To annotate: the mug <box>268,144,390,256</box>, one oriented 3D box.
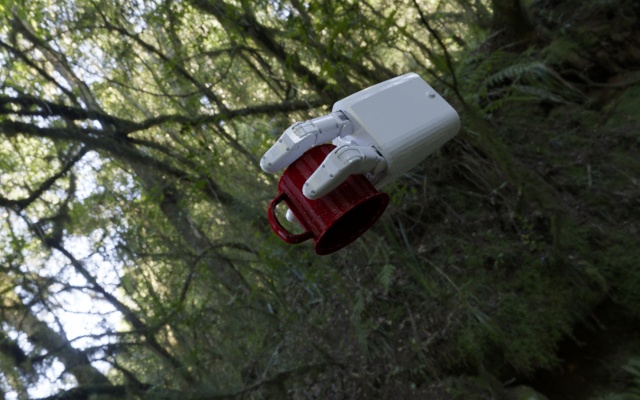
[{"bbox_3d":[-0.001,0.002,0.487,0.117,0.081,0.093,-29,-24,-23],"label":"mug"}]
